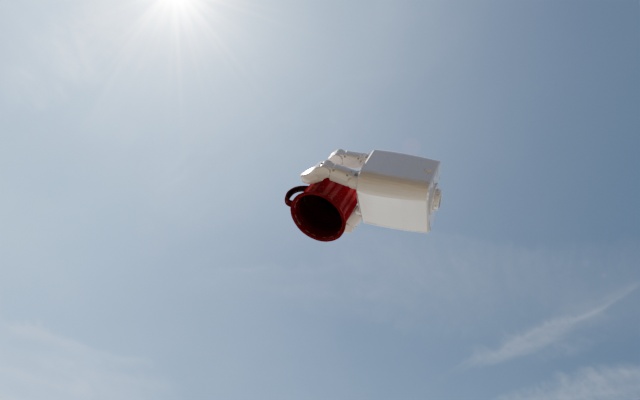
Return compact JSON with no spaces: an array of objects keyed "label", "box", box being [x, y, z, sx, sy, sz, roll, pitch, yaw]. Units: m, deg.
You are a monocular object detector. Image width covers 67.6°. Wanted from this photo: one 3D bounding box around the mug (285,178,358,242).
[{"label":"mug","box":[-0.001,0.002,0.765,0.117,0.093,0.081,12,38,20]}]
